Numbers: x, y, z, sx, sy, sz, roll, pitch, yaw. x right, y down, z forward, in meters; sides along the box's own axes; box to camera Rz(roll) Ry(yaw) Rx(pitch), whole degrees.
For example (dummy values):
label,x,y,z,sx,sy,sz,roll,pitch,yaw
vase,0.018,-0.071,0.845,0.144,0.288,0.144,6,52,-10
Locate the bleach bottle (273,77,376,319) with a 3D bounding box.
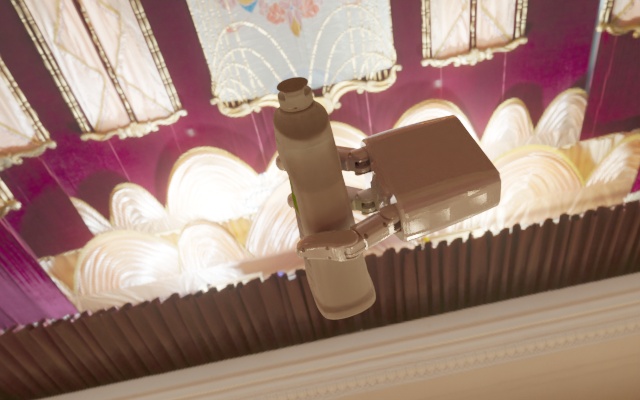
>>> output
label,x,y,z,sx,sy,sz,roll,pitch,yaw
bleach bottle,0.000,0.002,0.480,0.068,0.251,0.102,-18,38,-7
